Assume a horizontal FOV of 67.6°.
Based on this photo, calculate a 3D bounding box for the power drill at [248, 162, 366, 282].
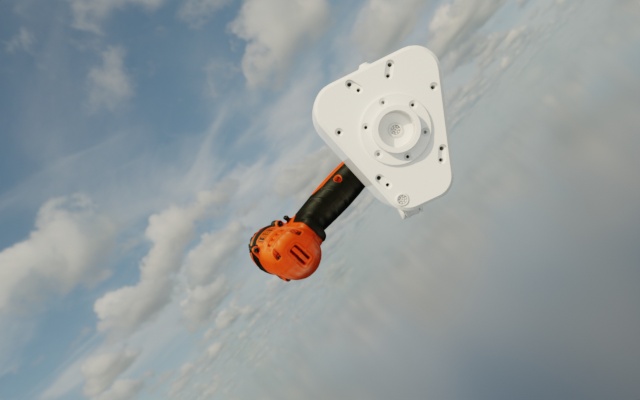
[{"bbox_3d":[0.000,0.001,0.504,0.057,0.187,0.184,42,-13,-12],"label":"power drill"}]
